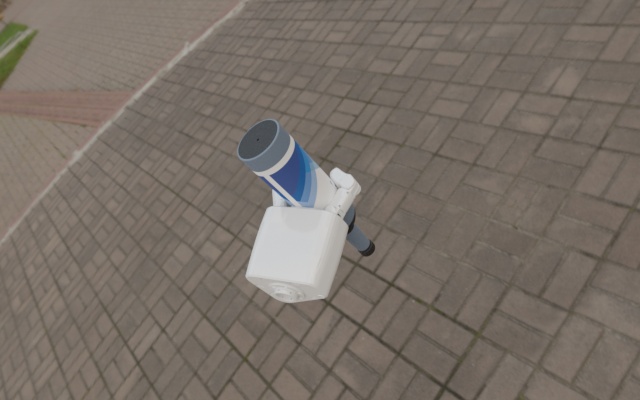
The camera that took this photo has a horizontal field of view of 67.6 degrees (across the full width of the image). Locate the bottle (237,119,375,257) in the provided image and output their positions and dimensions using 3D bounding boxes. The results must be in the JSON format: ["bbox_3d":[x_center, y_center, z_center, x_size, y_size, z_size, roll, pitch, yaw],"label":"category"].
[{"bbox_3d":[0.000,0.002,0.691,0.069,0.069,0.296,0,-32,39],"label":"bottle"}]
